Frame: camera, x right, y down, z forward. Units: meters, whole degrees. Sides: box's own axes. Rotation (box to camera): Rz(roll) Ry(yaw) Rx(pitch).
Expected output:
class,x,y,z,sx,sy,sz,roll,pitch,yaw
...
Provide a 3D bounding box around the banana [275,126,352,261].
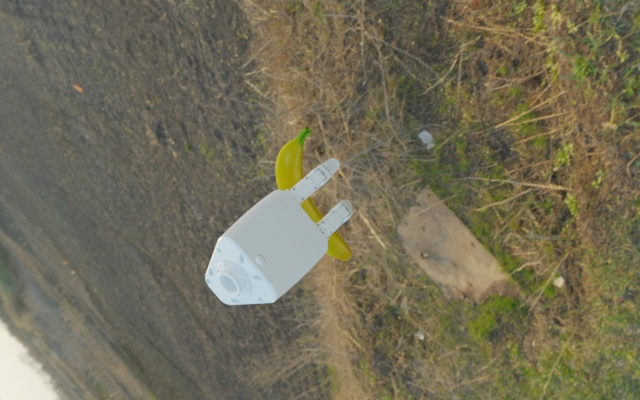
class,x,y,z,sx,sy,sz,roll,pitch,yaw
banana,-0.017,0.002,0.658,0.069,0.198,0.037,-10,20,28
